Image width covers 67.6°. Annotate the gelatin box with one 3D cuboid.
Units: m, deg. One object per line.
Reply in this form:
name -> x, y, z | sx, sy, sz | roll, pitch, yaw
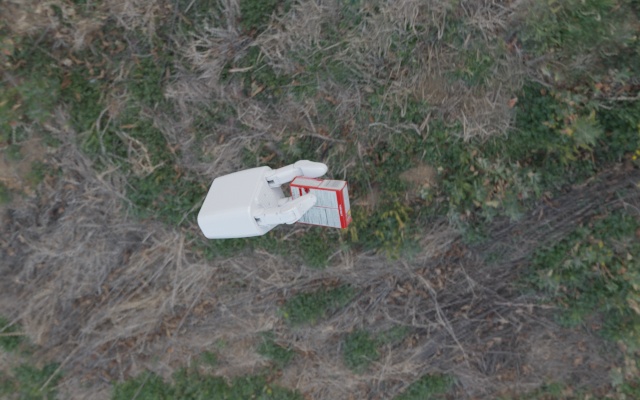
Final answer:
gelatin box -> 0.000, 0.003, 0.745 | 0.089, 0.073, 0.030 | 7, 36, 24
